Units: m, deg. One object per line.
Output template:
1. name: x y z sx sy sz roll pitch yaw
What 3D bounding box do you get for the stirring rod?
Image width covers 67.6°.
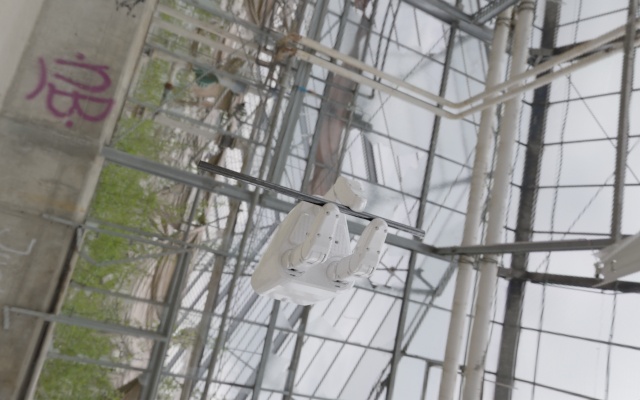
1. stirring rod: 0.000 0.001 0.465 0.239 0.011 0.011 17 -6 -19
